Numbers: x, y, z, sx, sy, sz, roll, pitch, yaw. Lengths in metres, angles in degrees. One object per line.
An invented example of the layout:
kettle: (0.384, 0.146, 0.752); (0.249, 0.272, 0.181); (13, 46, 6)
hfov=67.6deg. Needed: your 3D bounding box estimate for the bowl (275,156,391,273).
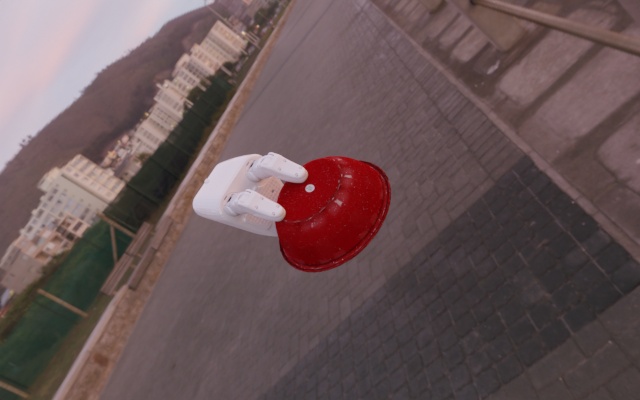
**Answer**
bowl: (0.001, 0.001, 0.567); (0.162, 0.162, 0.055); (0, -34, 41)
